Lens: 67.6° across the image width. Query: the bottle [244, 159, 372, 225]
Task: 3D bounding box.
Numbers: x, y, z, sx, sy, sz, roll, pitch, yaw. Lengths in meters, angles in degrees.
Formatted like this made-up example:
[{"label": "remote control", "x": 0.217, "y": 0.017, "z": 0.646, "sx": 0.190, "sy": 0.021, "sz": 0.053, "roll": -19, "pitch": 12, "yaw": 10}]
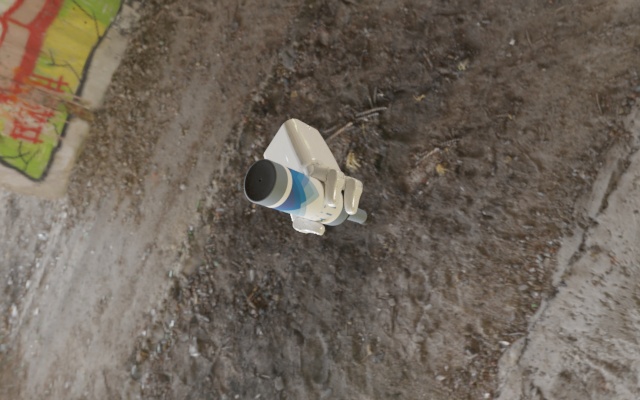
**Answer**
[{"label": "bottle", "x": 0.000, "y": 0.003, "z": 0.805, "sx": 0.069, "sy": 0.069, "sz": 0.296, "roll": 0, "pitch": -12, "yaw": 38}]
